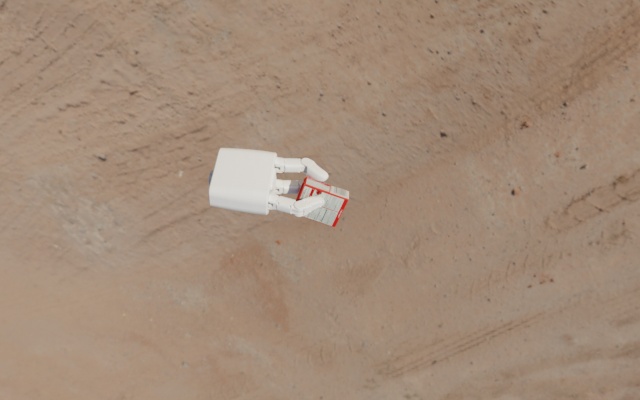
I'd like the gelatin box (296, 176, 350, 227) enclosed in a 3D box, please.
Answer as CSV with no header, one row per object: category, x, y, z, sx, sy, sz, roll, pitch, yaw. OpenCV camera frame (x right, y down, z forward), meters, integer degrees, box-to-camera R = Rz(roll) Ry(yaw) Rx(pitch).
gelatin box,0.000,0.003,0.883,0.089,0.073,0.030,19,37,-6
